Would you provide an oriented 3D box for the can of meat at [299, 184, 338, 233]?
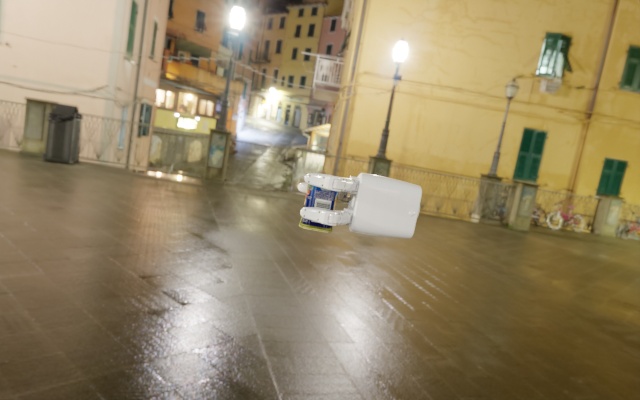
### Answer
[{"bbox_3d":[0.000,0.002,0.819,0.057,0.084,0.102,11,7,0],"label":"can of meat"}]
